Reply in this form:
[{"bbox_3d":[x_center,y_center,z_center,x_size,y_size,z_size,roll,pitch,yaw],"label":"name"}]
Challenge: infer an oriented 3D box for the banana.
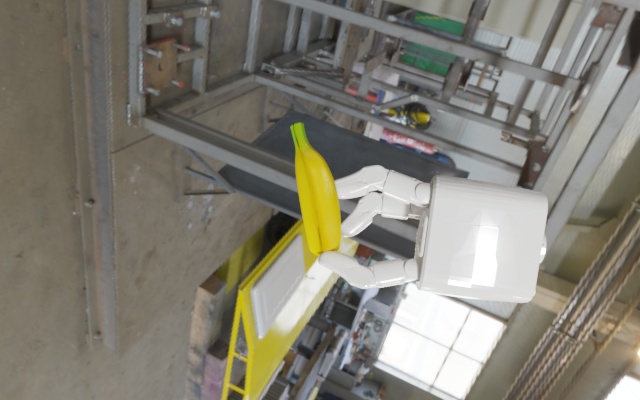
[{"bbox_3d":[0.001,0.014,0.483,0.037,0.069,0.198,-6,-39,1],"label":"banana"}]
